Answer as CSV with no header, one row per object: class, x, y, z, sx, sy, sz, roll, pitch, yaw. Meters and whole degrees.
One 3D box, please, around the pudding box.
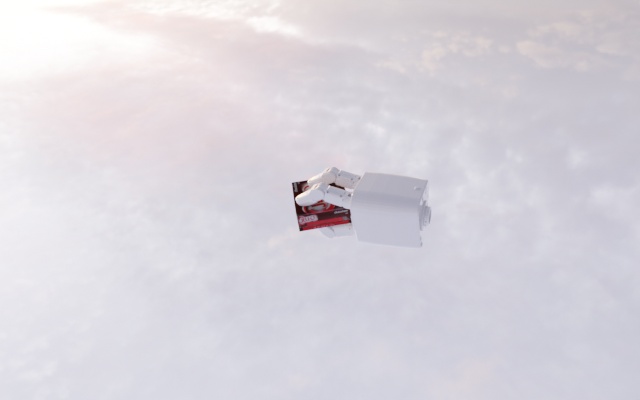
pudding box,0.000,0.003,0.817,0.090,0.039,0.113,-9,30,-3
